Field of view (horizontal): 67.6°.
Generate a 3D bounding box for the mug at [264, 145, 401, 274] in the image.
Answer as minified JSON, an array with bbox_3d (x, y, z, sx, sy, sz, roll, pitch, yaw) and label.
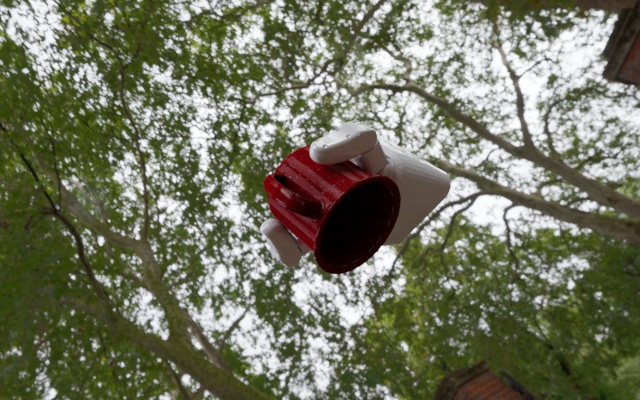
[{"bbox_3d":[-0.001,0.001,0.404,0.117,0.093,0.081,11,21,-48],"label":"mug"}]
